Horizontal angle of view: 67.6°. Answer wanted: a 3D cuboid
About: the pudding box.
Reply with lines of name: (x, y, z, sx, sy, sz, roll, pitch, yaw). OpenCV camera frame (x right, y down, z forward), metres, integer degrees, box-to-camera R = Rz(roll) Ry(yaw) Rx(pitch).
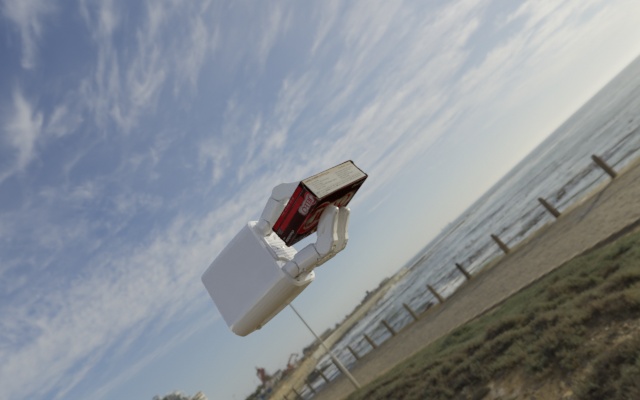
pudding box: (0.000, 0.002, 0.608, 0.113, 0.039, 0.090, -30, -20, -50)
